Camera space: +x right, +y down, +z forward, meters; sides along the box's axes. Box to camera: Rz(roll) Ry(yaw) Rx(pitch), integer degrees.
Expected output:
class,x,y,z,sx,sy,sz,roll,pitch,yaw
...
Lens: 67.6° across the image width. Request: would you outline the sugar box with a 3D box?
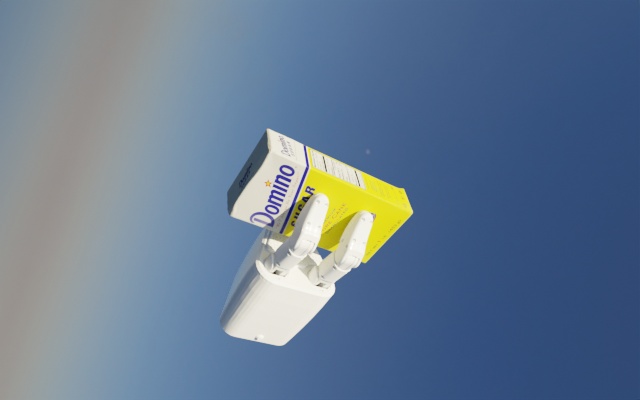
class,x,y,z,sx,sy,sz,roll,pitch,yaw
sugar box,0.000,0.002,0.507,0.176,0.093,0.048,20,35,-28
